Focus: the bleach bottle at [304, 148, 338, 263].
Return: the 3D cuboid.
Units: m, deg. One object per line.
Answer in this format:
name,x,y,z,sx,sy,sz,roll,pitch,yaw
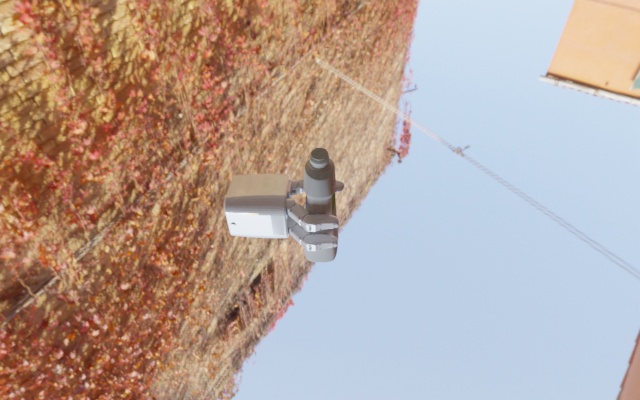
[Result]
bleach bottle,0.000,0.003,0.853,0.068,0.102,0.251,1,-42,2
